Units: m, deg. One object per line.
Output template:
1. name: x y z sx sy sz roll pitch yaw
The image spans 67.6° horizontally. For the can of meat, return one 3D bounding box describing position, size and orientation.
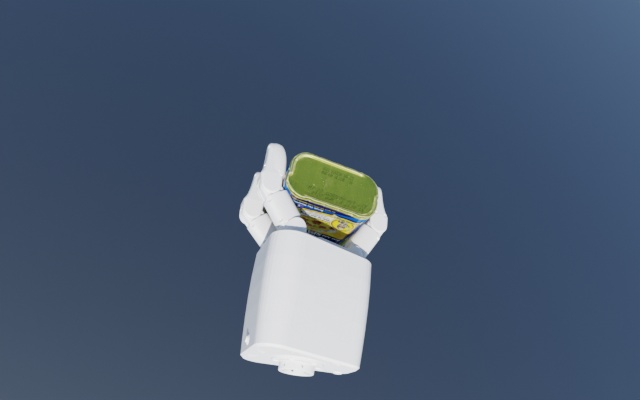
1. can of meat: 0.000 0.001 0.505 0.102 0.057 0.084 19 -30 -13
